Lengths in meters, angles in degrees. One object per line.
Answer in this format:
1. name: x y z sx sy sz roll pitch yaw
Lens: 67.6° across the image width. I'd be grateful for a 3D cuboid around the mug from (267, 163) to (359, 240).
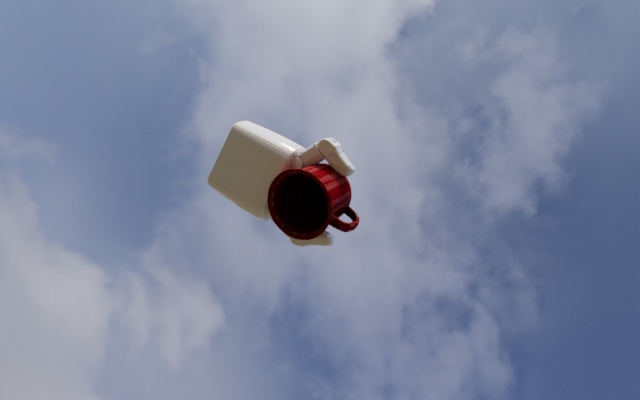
1. mug: 0.001 0.003 0.629 0.117 0.093 0.081 31 26 17
